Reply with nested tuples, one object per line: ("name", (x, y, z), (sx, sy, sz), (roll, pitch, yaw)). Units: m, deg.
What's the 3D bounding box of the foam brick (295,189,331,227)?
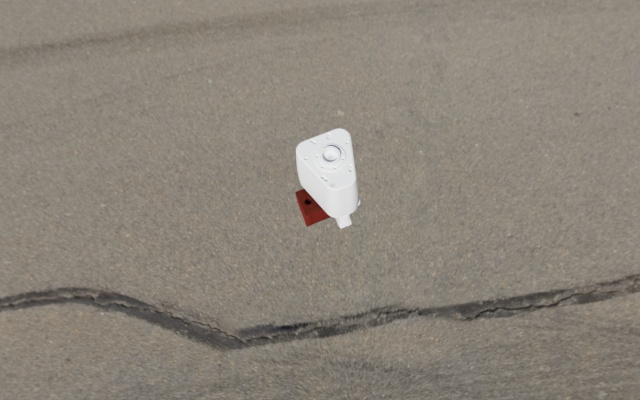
("foam brick", (0.000, 0.003, 0.859), (0.078, 0.053, 0.051), (-22, -23, -6))
